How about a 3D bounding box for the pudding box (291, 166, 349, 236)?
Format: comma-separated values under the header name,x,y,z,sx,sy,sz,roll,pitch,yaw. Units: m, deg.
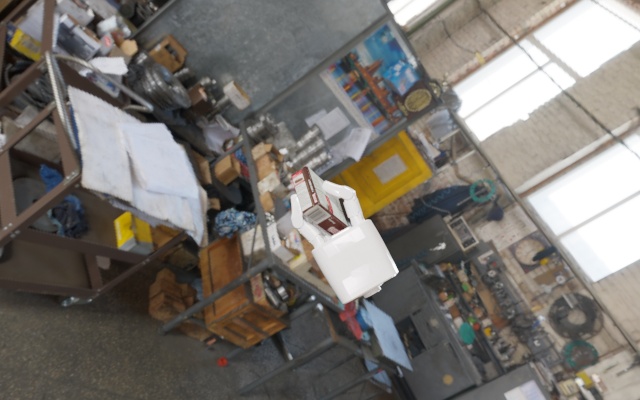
name,x,y,z,sx,sy,sz,roll,pitch,yaw
pudding box,0.000,0.003,0.850,0.039,0.090,0.113,-30,-37,14
